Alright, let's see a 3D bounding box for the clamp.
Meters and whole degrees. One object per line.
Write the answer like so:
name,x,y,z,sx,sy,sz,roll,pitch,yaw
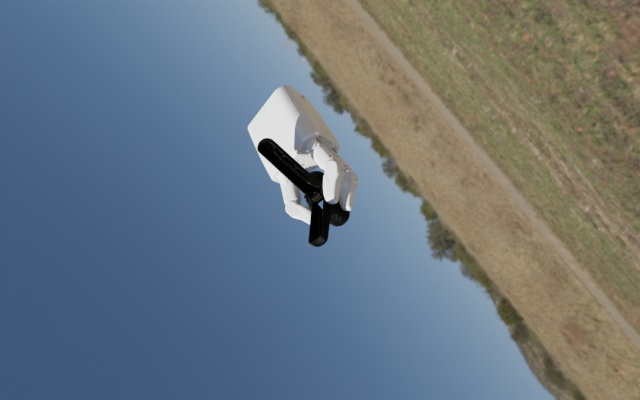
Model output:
clamp,0.000,0.003,0.694,0.036,0.164,0.210,-34,-24,17
